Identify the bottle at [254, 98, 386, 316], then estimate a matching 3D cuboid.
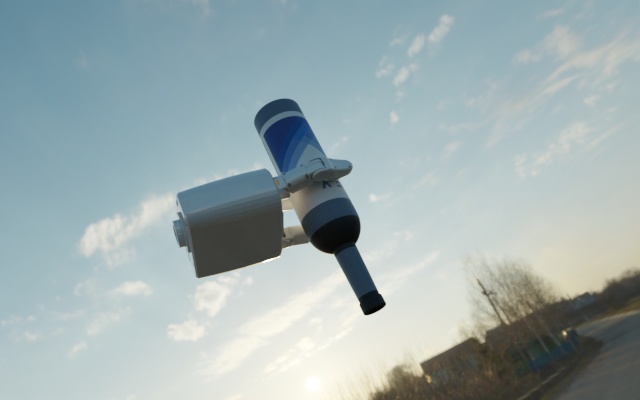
[{"bbox_3d":[0.000,0.002,0.584,0.069,0.295,0.069,-21,-28,-12],"label":"bottle"}]
